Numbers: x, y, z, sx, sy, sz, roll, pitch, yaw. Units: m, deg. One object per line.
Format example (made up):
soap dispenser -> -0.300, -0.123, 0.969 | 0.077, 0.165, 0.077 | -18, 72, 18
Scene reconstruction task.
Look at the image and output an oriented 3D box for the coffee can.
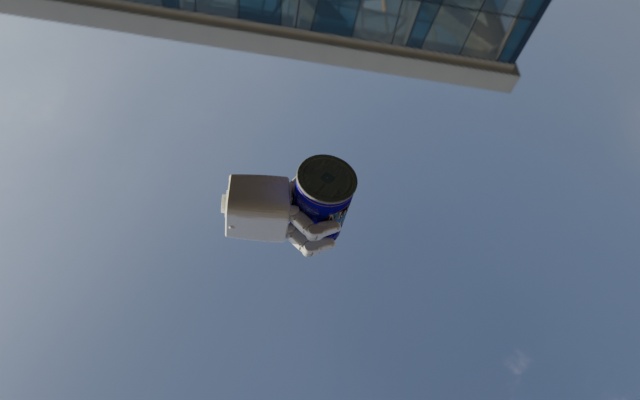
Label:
coffee can -> 0.000, 0.003, 0.843 | 0.103, 0.102, 0.140 | 0, -36, -12
